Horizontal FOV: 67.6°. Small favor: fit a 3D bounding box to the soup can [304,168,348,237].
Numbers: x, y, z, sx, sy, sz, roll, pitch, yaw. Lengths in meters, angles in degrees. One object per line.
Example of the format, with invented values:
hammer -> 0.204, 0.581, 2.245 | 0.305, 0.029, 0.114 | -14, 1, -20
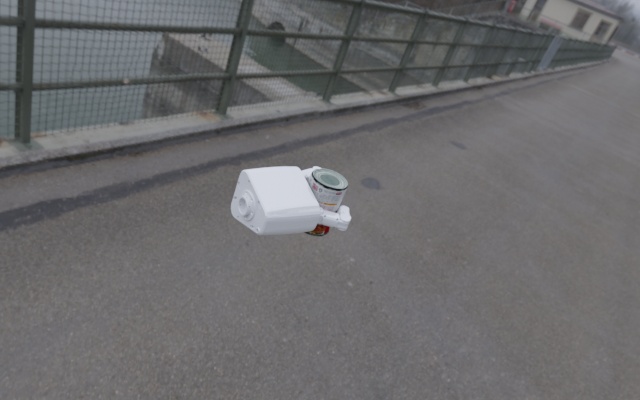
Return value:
soup can -> 0.001, 0.003, 0.840 | 0.068, 0.102, 0.068 | 17, 29, -10
